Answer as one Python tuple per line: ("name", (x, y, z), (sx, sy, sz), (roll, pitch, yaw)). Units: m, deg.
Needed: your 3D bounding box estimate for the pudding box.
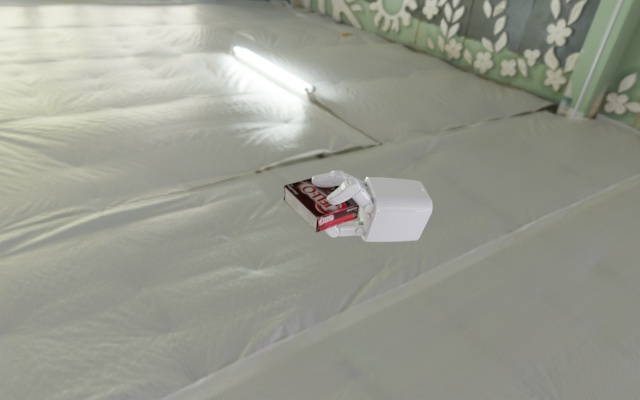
("pudding box", (0.000, 0.003, 0.849), (0.090, 0.039, 0.113), (-17, 38, -31))
